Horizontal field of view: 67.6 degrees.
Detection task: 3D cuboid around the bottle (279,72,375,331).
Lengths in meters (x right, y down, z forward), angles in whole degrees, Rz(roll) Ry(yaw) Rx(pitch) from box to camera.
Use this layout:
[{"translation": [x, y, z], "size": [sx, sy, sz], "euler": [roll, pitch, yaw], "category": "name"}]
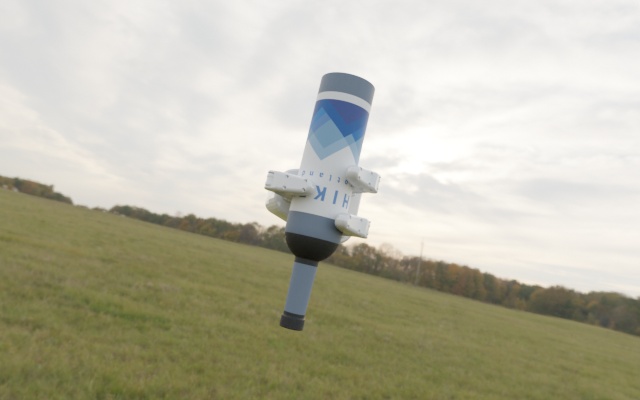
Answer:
[{"translation": [0.000, 0.002, 0.557], "size": [0.069, 0.295, 0.069], "euler": [13, -7, 2], "category": "bottle"}]
